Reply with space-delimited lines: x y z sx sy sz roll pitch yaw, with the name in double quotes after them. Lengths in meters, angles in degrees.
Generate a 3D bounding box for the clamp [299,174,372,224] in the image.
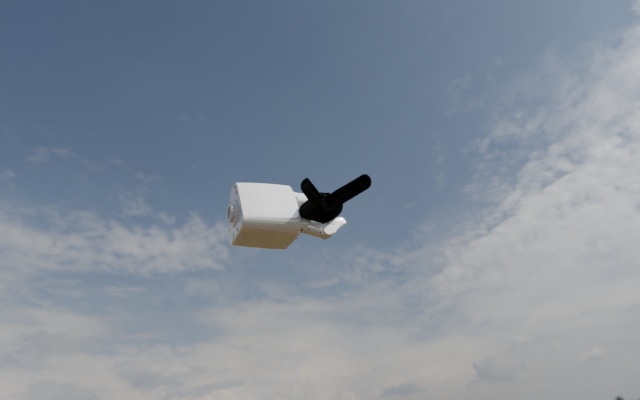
0.000 0.002 0.825 0.120 0.039 0.171 5 -32 -25 "clamp"
